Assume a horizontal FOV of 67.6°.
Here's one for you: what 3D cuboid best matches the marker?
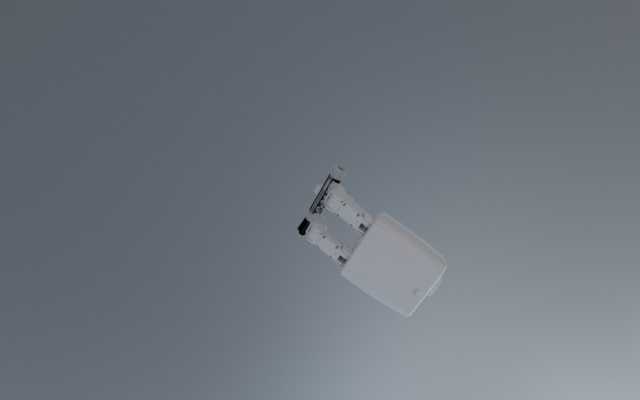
[{"bbox_3d":[0.000,0.002,0.683,0.020,0.121,0.020,25,25,-12],"label":"marker"}]
